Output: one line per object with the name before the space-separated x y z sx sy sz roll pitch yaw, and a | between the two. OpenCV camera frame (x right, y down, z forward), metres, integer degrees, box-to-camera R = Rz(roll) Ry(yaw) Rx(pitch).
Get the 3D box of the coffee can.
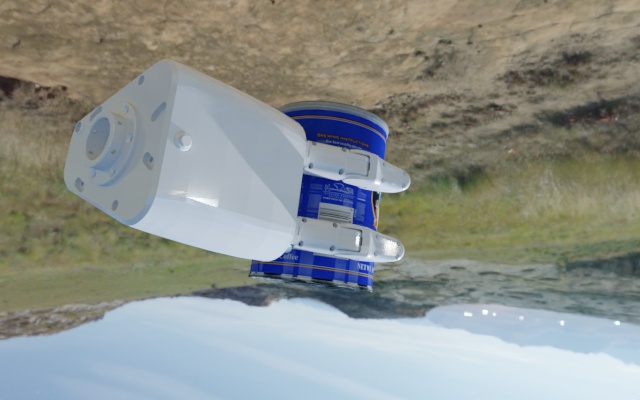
coffee can | 0.000 0.001 0.405 0.103 0.140 0.103 7 -12 1
